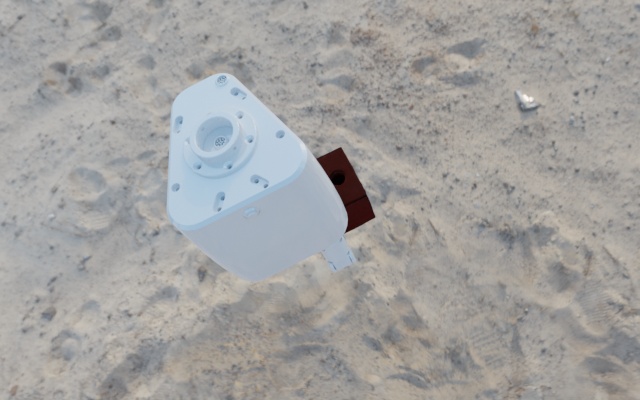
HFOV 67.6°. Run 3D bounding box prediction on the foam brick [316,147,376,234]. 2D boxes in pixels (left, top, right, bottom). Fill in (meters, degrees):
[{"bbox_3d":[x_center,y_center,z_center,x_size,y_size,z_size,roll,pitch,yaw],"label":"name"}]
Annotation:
[{"bbox_3d":[0.000,0.001,0.410,0.078,0.053,0.051,-27,-29,2],"label":"foam brick"}]
